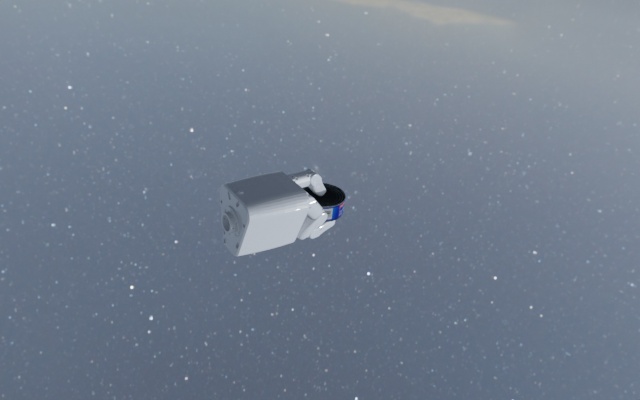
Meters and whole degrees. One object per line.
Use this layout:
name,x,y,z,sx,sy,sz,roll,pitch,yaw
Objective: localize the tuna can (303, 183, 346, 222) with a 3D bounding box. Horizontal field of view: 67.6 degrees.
tuna can,0.000,0.003,0.844,0.086,0.034,0.086,4,29,-2
